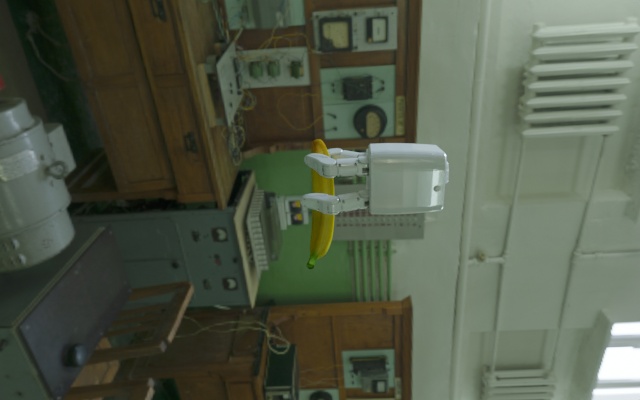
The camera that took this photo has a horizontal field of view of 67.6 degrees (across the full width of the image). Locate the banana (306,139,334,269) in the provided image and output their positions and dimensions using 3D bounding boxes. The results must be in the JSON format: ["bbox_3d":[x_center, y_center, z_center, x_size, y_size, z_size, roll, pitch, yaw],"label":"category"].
[{"bbox_3d":[0.002,0.004,0.747,0.037,0.198,0.069,2,7,7],"label":"banana"}]
